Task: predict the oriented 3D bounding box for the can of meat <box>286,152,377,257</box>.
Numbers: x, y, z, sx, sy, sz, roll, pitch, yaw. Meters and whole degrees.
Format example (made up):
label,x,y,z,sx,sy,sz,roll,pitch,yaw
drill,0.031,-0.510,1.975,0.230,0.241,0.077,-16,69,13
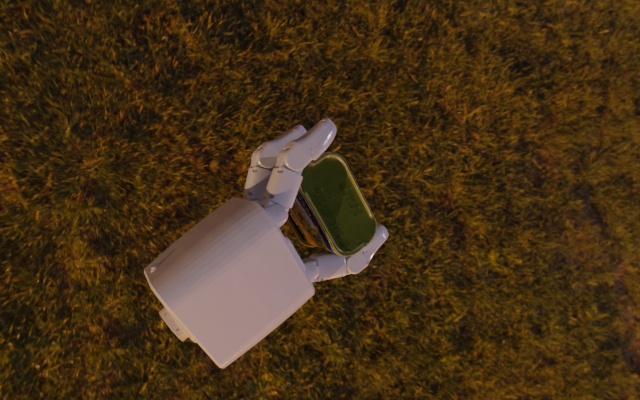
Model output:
label,x,y,z,sx,sy,sz,roll,pitch,yaw
can of meat,0.000,0.002,0.463,0.057,0.102,0.084,-35,17,-18
